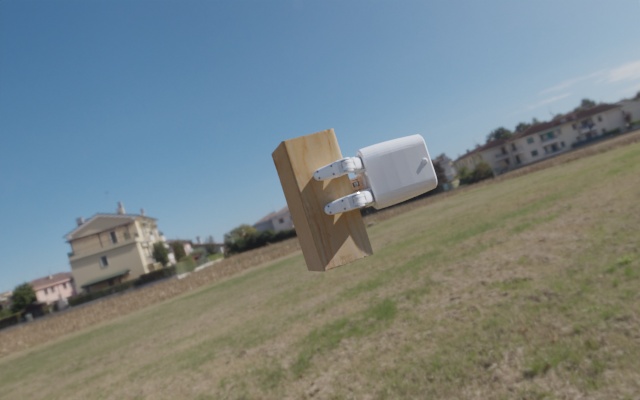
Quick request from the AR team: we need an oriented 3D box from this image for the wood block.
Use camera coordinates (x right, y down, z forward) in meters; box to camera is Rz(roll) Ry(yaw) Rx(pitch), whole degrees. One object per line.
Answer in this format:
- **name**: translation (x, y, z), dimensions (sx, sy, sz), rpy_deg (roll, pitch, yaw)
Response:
- **wood block**: translation (0.000, 0.002, 0.770), dimensions (0.090, 0.206, 0.091), rpy_deg (-17, -2, -17)
